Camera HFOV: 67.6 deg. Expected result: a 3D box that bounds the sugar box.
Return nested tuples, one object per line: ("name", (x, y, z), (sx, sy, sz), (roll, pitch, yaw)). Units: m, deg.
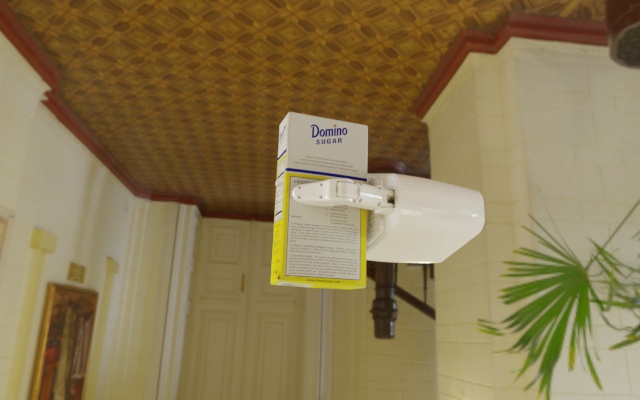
("sugar box", (0.000, 0.002, 0.503), (0.093, 0.176, 0.048), (7, -17, -18))
